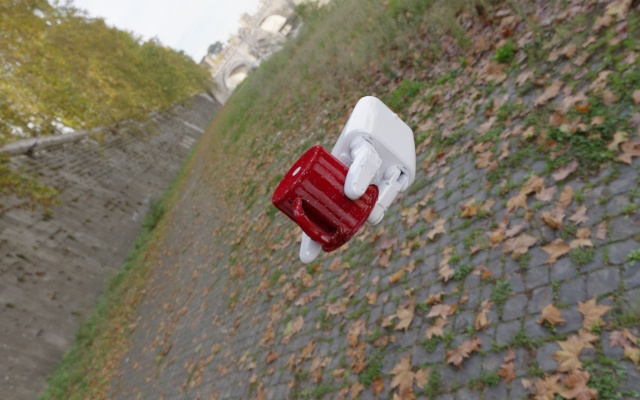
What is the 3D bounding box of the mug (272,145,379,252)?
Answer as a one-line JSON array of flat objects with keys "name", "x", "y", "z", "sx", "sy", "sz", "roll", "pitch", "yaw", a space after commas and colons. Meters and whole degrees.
[{"name": "mug", "x": 0.000, "y": 0.002, "z": 0.504, "sx": 0.093, "sy": 0.081, "sz": 0.117, "roll": -42, "pitch": 17, "yaw": 32}]
